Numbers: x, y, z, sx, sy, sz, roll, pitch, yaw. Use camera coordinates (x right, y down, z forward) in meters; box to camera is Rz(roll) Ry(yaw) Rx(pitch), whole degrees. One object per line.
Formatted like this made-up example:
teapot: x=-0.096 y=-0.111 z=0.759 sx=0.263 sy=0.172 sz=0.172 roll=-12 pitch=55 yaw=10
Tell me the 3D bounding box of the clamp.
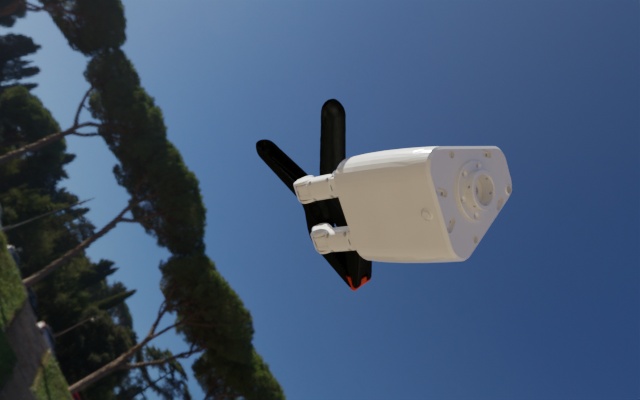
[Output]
clamp: x=0.001 y=0.002 z=0.546 sx=0.036 sy=0.210 sz=0.164 roll=-27 pitch=13 yaw=-33
